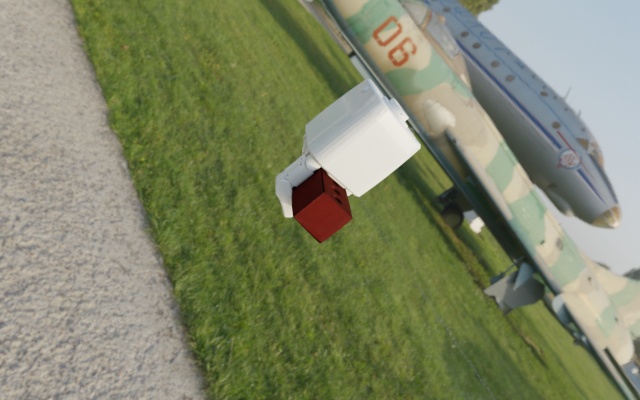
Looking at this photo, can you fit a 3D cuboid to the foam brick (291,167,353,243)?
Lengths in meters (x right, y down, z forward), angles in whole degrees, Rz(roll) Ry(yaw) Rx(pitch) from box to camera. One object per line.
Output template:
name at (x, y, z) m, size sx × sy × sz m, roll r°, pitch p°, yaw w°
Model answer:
foam brick at (0.000, 0.002, 0.586) m, size 0.051 × 0.053 × 0.078 m, roll -37°, pitch 27°, yaw 16°
